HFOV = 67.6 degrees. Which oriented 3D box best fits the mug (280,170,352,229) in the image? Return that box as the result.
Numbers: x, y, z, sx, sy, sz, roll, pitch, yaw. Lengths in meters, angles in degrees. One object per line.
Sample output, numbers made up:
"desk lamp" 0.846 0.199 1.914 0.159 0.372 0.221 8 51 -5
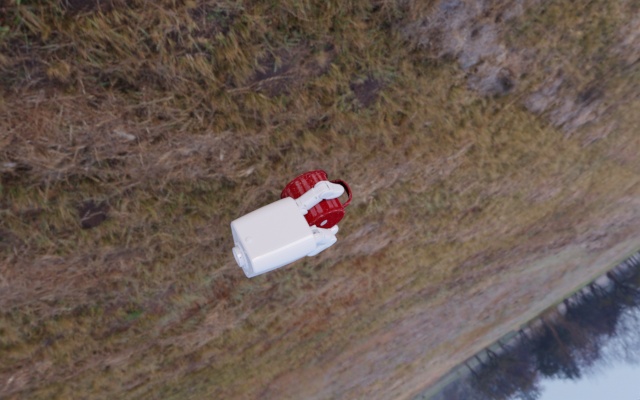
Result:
"mug" 0.001 0.002 0.828 0.117 0.081 0.093 -22 -24 -18
